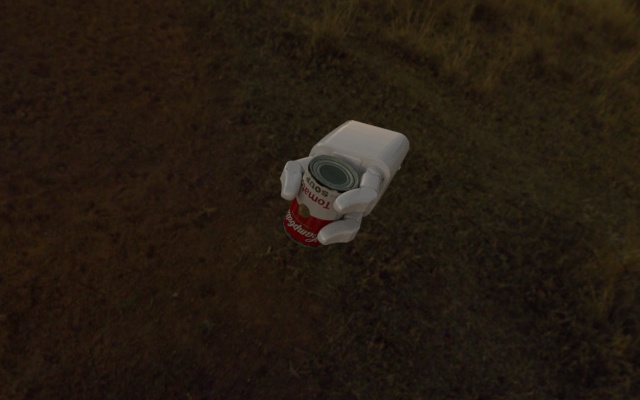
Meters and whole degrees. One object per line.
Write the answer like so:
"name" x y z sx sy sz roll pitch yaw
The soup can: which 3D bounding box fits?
"soup can" 0.000 0.002 0.606 0.068 0.102 0.068 15 39 -13
